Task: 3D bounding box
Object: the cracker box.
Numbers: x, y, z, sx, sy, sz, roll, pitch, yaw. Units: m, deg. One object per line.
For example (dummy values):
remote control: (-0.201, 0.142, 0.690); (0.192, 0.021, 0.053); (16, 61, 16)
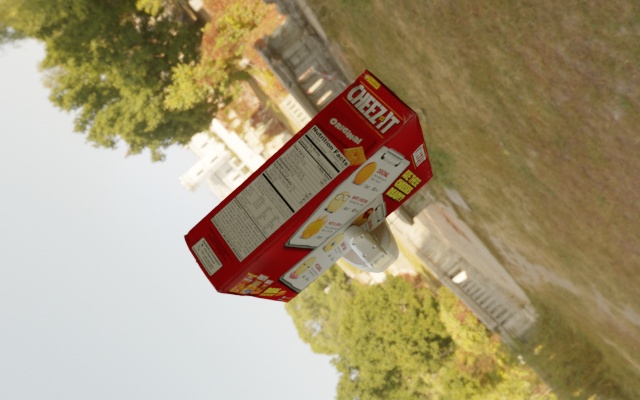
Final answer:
cracker box: (0.000, 0.002, 0.458); (0.214, 0.072, 0.164); (-42, -22, 3)
